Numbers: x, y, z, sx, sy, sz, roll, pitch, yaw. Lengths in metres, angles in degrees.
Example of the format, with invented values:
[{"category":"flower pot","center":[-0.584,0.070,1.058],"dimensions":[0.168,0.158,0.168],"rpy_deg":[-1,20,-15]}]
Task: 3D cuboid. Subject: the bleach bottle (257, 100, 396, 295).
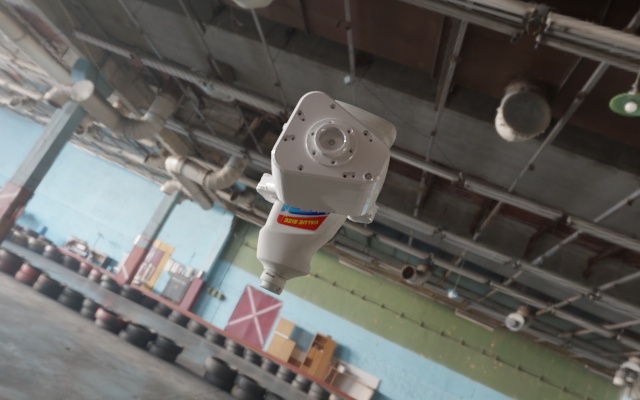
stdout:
[{"category":"bleach bottle","center":[0.000,0.002,0.598],"dimensions":[0.102,0.250,0.068],"rpy_deg":[25,-15,6]}]
